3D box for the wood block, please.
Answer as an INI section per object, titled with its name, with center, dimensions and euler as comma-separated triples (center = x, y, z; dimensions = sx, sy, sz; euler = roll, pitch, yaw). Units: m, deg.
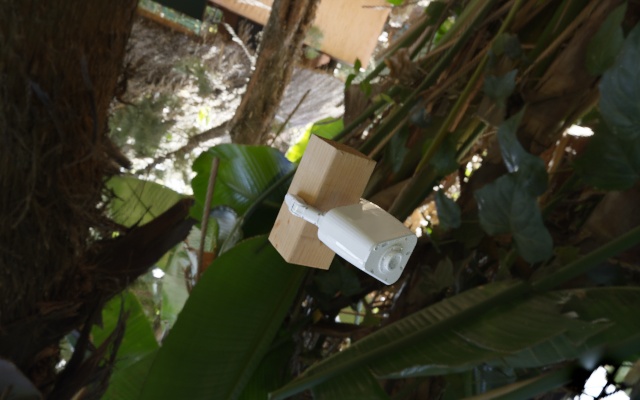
[wood block]
center = 0.000, 0.003, 0.823
dimensions = 0.091, 0.206, 0.090
euler = 15, 15, -33
